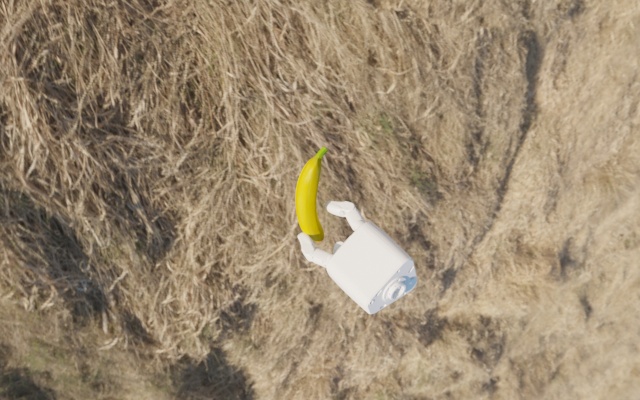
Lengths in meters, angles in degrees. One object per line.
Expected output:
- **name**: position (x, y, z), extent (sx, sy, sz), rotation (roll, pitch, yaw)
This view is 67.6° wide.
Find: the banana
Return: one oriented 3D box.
- **banana**: position (-0.015, 0.006, 0.844), extent (0.069, 0.198, 0.037), rotation (-21, 41, -32)
